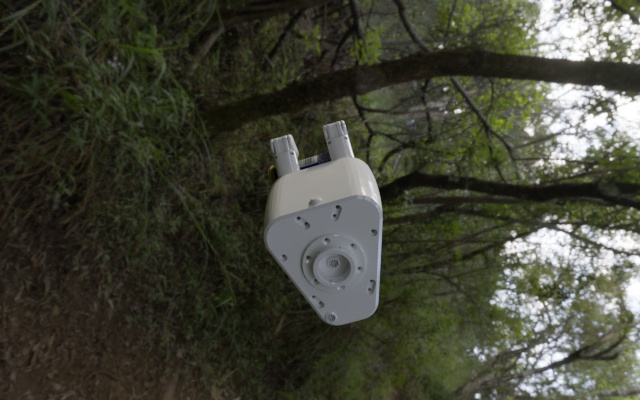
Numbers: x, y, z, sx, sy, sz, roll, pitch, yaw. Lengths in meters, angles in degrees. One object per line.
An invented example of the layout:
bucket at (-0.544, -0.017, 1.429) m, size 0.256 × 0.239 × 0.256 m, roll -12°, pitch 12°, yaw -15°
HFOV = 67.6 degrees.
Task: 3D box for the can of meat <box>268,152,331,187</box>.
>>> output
can of meat at (0.000, 0.002, 0.509) m, size 0.084 × 0.102 × 0.057 m, roll -16°, pitch 15°, yaw 5°
